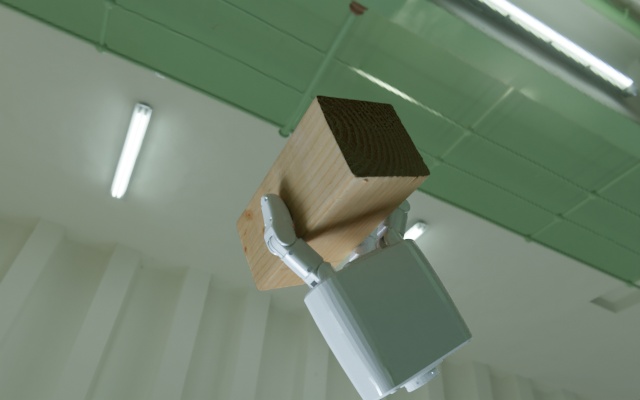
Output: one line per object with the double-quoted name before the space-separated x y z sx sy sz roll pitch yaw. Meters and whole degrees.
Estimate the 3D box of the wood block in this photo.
"wood block" 0.000 0.002 0.483 0.091 0.090 0.206 -2 -33 -35
